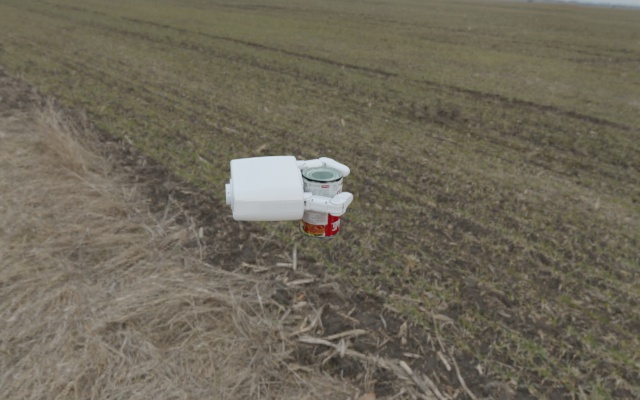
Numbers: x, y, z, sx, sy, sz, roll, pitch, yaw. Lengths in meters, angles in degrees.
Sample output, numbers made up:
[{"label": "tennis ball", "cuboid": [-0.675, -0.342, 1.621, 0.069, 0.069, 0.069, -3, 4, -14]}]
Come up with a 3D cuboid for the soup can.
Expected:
[{"label": "soup can", "cuboid": [0.001, 0.002, 0.781, 0.068, 0.102, 0.068, 2, 24, -1]}]
